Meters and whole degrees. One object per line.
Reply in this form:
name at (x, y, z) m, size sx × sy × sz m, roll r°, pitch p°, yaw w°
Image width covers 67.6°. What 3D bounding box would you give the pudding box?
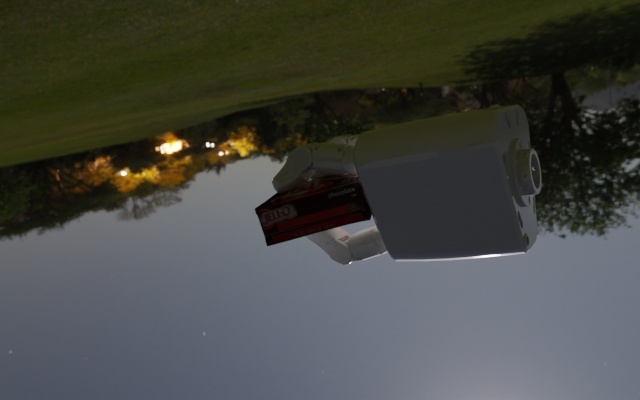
pudding box at (0.000, 0.002, 0.430) m, size 0.090 × 0.039 × 0.113 m, roll -14°, pitch 6°, yaw 9°
